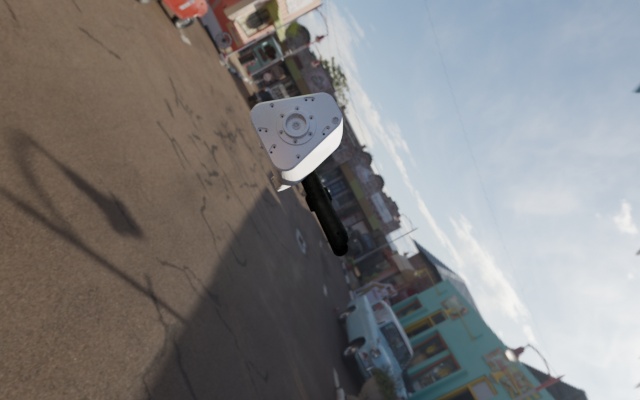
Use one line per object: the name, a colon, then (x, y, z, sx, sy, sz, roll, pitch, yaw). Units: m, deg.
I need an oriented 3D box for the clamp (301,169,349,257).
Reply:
clamp: (0.001, 0.002, 0.691, 0.039, 0.171, 0.120, -27, -4, -10)
